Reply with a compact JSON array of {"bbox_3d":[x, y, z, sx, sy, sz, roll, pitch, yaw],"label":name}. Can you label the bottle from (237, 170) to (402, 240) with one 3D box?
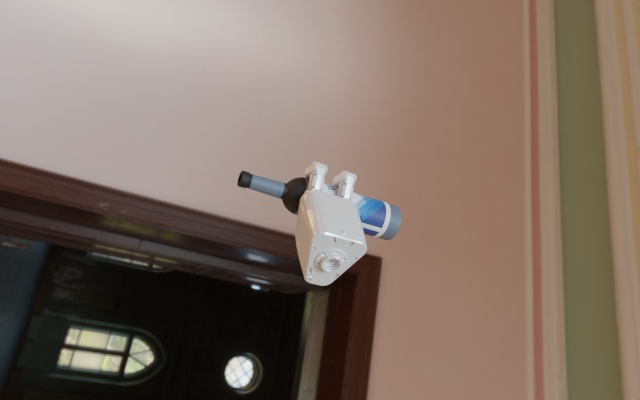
[{"bbox_3d":[0.000,0.003,0.832,0.296,0.069,0.069,17,-6,-21],"label":"bottle"}]
